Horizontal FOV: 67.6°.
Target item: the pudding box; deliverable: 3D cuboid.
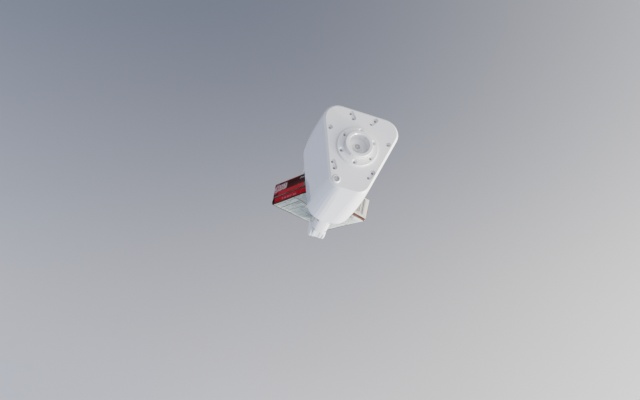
[{"bbox_3d":[0.000,0.002,0.697,0.113,0.039,0.090,29,-29,-33],"label":"pudding box"}]
